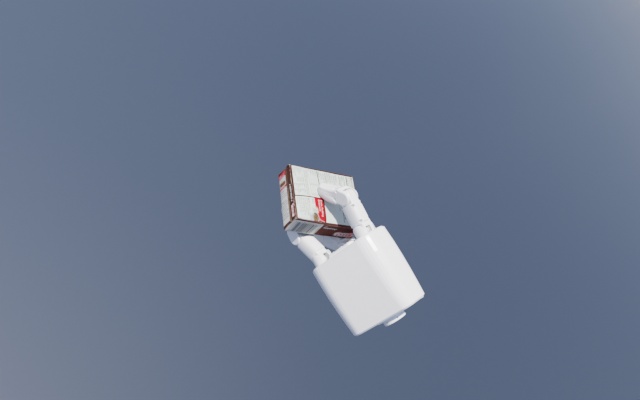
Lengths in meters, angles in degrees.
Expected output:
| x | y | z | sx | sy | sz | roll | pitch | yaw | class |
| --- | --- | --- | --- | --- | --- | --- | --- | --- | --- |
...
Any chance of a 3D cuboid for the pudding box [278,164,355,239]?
| x | y | z | sx | sy | sz | roll | pitch | yaw | class |
| --- | --- | --- | --- | --- | --- | --- | --- | --- | --- |
| 0.000 | 0.002 | 0.680 | 0.113 | 0.090 | 0.039 | 11 | -34 | -31 | pudding box |
